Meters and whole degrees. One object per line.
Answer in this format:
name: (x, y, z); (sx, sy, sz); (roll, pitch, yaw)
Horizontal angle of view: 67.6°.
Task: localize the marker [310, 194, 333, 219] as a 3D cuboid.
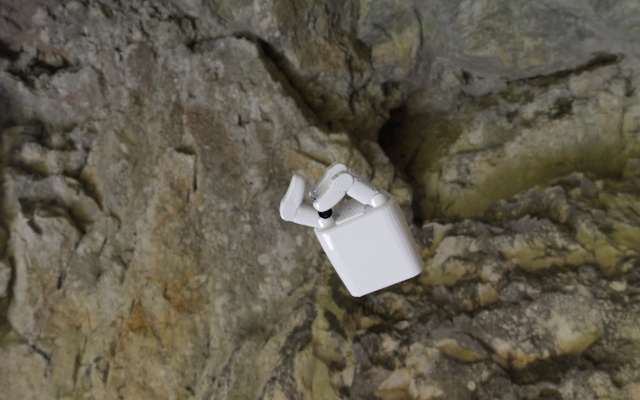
marker: (0.000, 0.002, 0.651); (0.020, 0.020, 0.121); (0, 13, -7)
